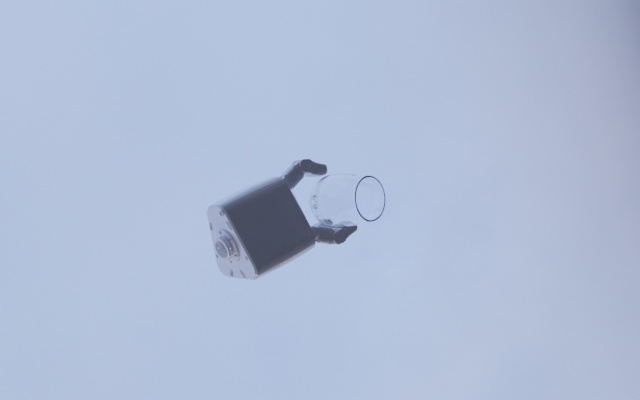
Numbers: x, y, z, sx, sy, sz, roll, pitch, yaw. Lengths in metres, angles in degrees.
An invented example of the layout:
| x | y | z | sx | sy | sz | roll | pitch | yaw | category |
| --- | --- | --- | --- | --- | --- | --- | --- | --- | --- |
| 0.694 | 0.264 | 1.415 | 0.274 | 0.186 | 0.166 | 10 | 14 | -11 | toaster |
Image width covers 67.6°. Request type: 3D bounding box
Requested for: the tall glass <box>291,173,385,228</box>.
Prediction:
| x | y | z | sx | sy | sz | roll | pitch | yaw | category |
| --- | --- | --- | --- | --- | --- | --- | --- | --- | --- |
| 0.000 | 0.002 | 0.711 | 0.079 | 0.079 | 0.201 | 0 | -3 | -43 | tall glass |
